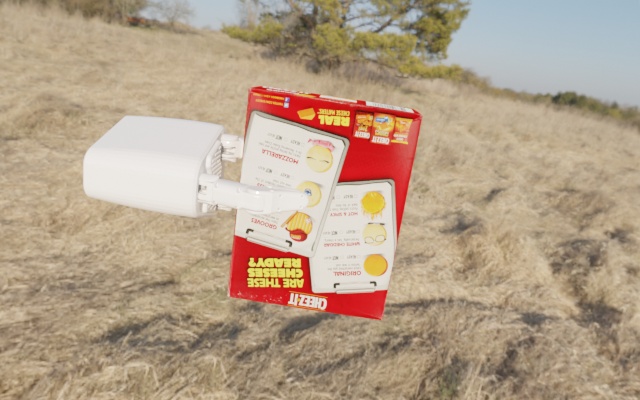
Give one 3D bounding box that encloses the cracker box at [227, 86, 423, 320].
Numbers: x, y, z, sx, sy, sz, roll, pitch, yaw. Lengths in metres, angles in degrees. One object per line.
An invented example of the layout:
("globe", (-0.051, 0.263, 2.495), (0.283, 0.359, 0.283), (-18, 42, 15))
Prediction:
("cracker box", (0.000, 0.001, 0.491), (0.164, 0.214, 0.072), (9, 16, 1))
